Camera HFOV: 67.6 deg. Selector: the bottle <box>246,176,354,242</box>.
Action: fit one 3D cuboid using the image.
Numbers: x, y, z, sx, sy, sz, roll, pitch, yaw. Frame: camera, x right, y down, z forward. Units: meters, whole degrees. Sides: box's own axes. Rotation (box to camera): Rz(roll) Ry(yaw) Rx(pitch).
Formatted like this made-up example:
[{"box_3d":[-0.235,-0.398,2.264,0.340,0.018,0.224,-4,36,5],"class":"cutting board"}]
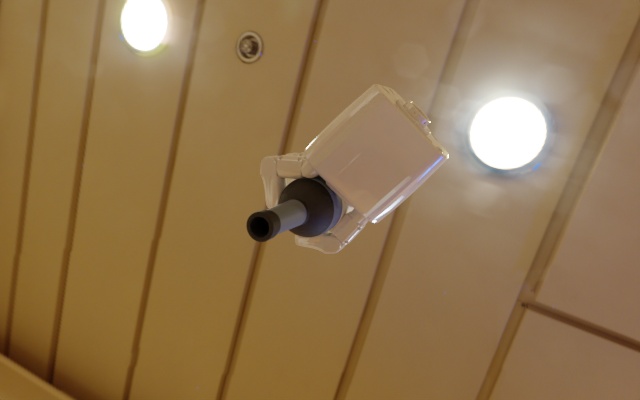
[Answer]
[{"box_3d":[0.000,0.002,0.555,0.069,0.069,0.295,0,8,22],"class":"bottle"}]
